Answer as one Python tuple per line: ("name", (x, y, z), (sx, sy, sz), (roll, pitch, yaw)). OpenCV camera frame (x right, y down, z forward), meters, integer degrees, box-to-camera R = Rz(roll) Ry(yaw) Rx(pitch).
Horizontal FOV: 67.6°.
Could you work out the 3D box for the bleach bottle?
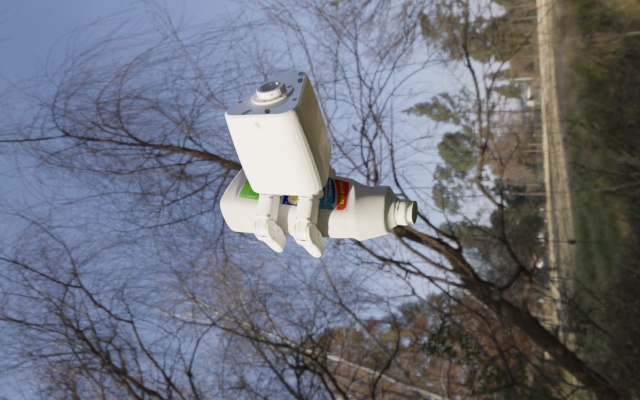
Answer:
("bleach bottle", (0.000, 0.002, 0.614), (0.251, 0.068, 0.102), (3, 42, 26))
